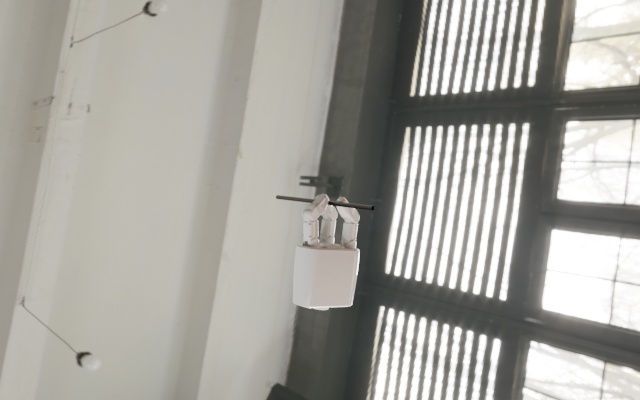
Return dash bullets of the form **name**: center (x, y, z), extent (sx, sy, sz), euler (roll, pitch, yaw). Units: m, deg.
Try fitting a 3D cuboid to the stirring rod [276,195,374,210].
- **stirring rod**: center (0.000, 0.003, 0.869), extent (0.239, 0.011, 0.011), euler (6, 4, 44)
